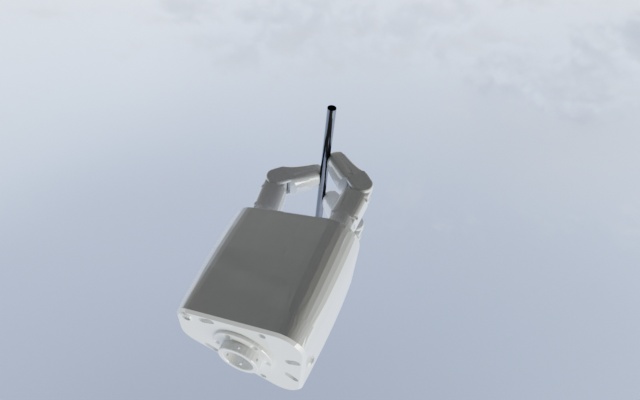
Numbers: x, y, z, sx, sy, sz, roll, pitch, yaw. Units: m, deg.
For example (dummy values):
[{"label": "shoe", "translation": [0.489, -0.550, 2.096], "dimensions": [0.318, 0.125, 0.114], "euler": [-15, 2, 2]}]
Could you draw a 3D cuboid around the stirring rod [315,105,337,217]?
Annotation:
[{"label": "stirring rod", "translation": [0.000, 0.002, 0.486], "dimensions": [0.011, 0.011, 0.240], "euler": [0, -41, -6]}]
